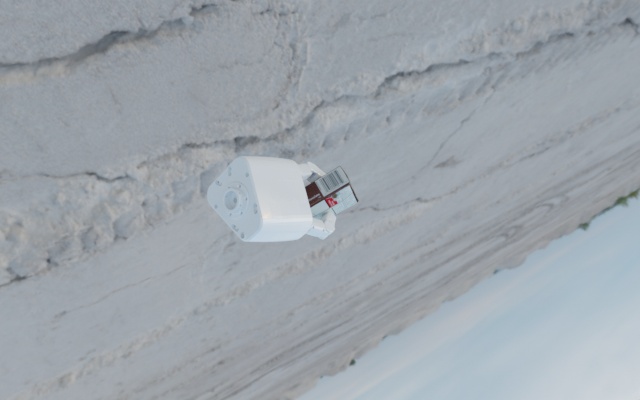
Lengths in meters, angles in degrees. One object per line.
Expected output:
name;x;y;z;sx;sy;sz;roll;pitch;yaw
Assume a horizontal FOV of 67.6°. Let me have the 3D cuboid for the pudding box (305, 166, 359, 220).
pudding box;0.000;0.003;0.764;0.113;0.039;0.090;-29;-22;2
